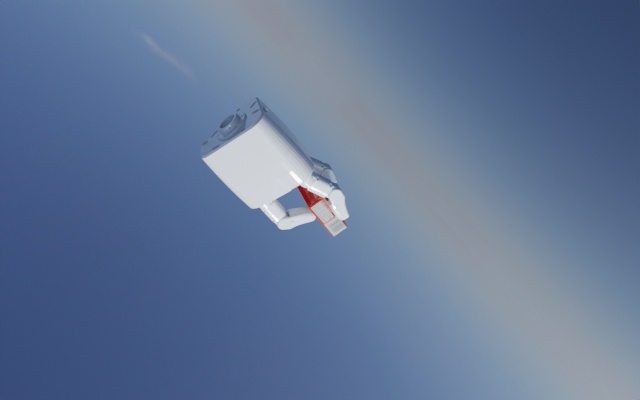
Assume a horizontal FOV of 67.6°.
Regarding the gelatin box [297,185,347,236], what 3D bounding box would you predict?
[{"bbox_3d":[0.000,0.003,0.729,0.030,0.073,0.089,-34,-44,5],"label":"gelatin box"}]
